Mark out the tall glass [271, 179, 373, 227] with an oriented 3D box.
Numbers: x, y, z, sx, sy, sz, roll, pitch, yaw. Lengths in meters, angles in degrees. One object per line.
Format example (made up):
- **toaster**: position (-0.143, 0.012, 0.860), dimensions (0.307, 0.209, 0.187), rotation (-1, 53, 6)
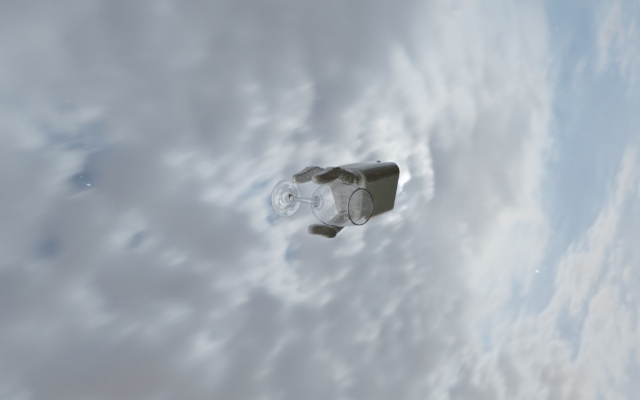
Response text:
- **tall glass**: position (0.000, 0.003, 0.854), dimensions (0.079, 0.079, 0.201), rotation (0, 5, -42)
